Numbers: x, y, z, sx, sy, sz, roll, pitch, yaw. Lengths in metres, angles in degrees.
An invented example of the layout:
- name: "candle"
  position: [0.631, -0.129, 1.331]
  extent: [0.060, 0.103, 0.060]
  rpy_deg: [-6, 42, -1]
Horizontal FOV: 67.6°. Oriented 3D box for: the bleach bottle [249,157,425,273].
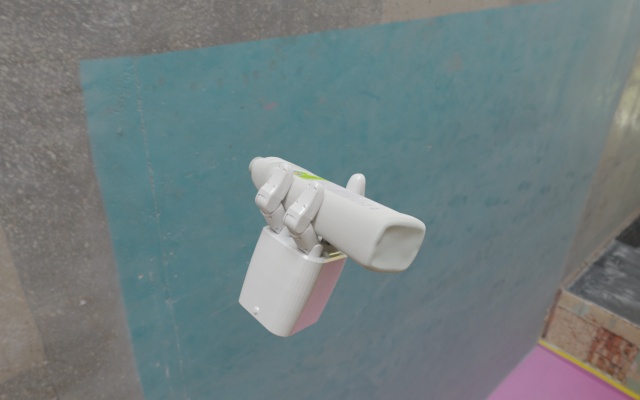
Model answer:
- name: "bleach bottle"
  position: [0.000, 0.002, 0.595]
  extent: [0.250, 0.068, 0.102]
  rpy_deg: [30, 12, 40]
